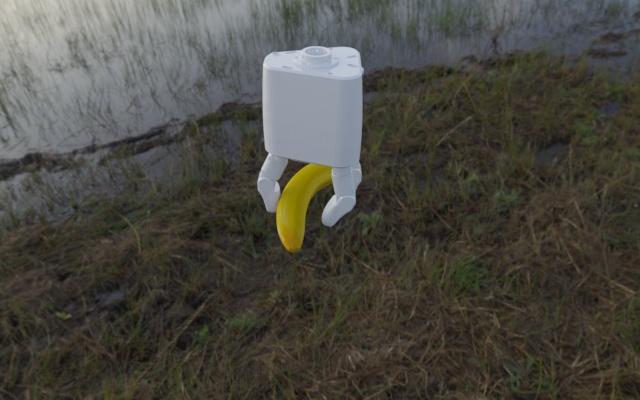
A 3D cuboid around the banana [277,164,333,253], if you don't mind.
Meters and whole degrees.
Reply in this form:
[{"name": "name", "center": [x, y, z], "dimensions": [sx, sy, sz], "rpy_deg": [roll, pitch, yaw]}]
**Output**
[{"name": "banana", "center": [-0.015, -0.006, 0.629], "dimensions": [0.069, 0.037, 0.197], "rpy_deg": [22, 40, 16]}]
